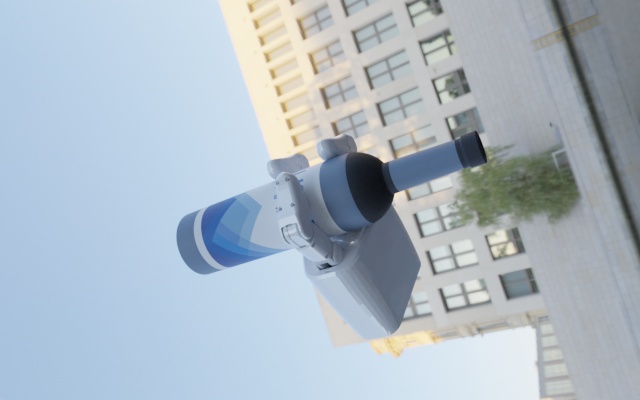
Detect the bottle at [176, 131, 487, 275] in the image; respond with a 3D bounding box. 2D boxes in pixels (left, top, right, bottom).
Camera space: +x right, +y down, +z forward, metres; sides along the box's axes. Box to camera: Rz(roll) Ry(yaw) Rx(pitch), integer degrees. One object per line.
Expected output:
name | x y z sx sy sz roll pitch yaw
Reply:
bottle | 0.000 0.001 0.435 0.296 0.069 0.069 -19 -8 25
